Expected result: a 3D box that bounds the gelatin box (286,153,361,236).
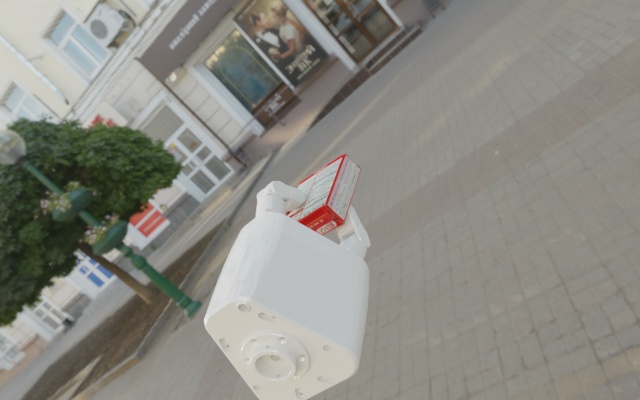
[{"bbox_3d":[0.000,0.001,0.495,0.030,0.089,0.073,42,-50,-20],"label":"gelatin box"}]
